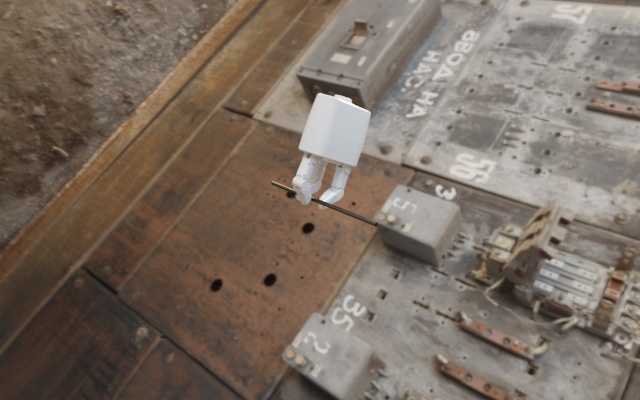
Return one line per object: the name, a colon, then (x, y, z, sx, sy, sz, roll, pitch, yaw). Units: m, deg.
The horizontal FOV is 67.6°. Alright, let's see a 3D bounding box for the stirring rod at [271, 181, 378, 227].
stirring rod: (0.000, 0.003, 0.864, 0.239, 0.011, 0.011, 22, 12, 33)
